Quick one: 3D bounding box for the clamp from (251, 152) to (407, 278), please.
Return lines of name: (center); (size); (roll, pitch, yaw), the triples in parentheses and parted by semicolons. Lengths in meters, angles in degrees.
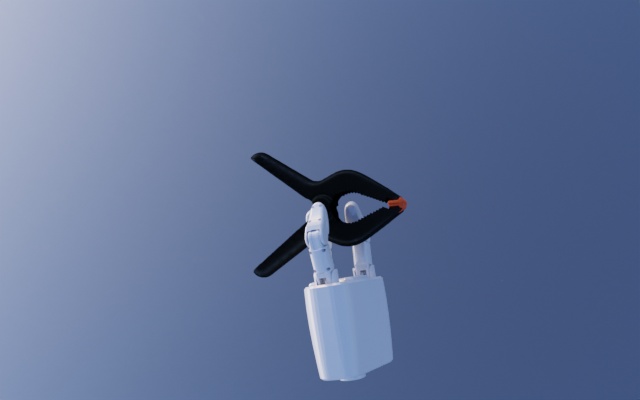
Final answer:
clamp: (0.000, 0.002, 0.603); (0.210, 0.164, 0.036); (-12, -8, 19)
